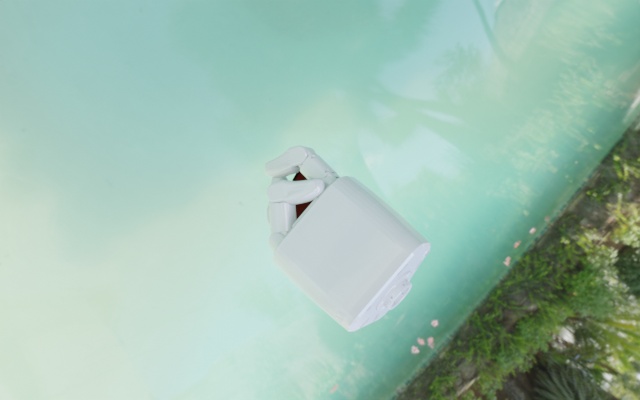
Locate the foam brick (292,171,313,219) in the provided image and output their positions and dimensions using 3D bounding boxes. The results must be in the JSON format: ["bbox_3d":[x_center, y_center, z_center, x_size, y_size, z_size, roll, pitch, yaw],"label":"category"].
[{"bbox_3d":[0.000,0.002,0.541,0.051,0.053,0.078,40,18,25],"label":"foam brick"}]
